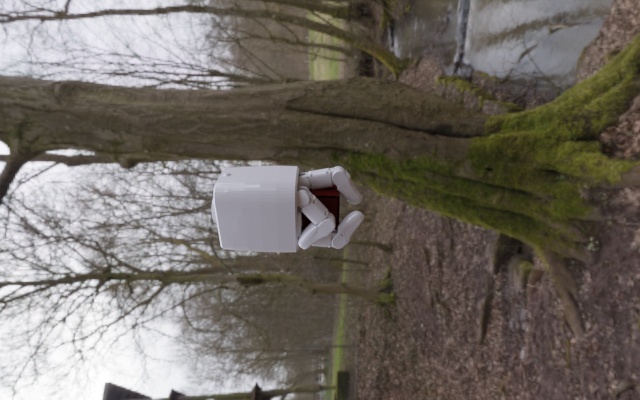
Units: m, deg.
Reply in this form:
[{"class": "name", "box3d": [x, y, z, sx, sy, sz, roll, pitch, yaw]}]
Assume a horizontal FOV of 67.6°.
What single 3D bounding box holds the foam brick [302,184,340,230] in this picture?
[{"class": "foam brick", "box3d": [0.000, 0.002, 0.682, 0.051, 0.053, 0.078, 1, 22, 0]}]
